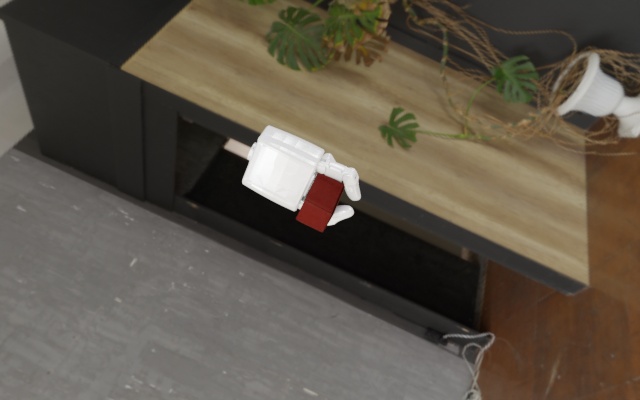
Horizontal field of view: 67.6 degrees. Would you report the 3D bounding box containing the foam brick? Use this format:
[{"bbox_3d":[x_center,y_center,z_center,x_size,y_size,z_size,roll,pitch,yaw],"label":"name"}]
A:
[{"bbox_3d":[0.000,0.003,0.786,0.051,0.053,0.078,27,43,-2],"label":"foam brick"}]
